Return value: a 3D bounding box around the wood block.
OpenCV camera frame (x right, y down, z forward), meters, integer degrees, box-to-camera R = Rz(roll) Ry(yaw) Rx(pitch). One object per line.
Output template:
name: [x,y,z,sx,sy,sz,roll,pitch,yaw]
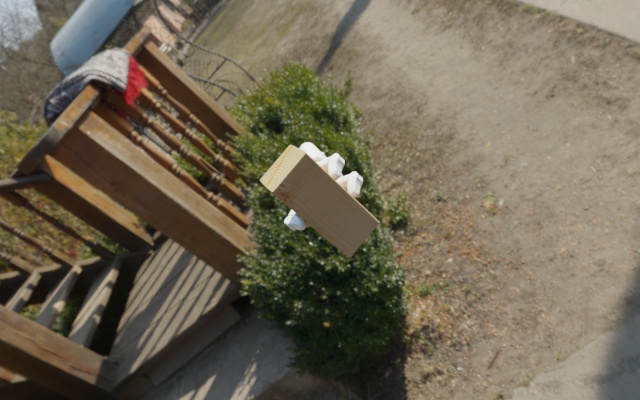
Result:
wood block: [0.000,0.003,0.885,0.206,0.091,0.090,42,-3,-27]
